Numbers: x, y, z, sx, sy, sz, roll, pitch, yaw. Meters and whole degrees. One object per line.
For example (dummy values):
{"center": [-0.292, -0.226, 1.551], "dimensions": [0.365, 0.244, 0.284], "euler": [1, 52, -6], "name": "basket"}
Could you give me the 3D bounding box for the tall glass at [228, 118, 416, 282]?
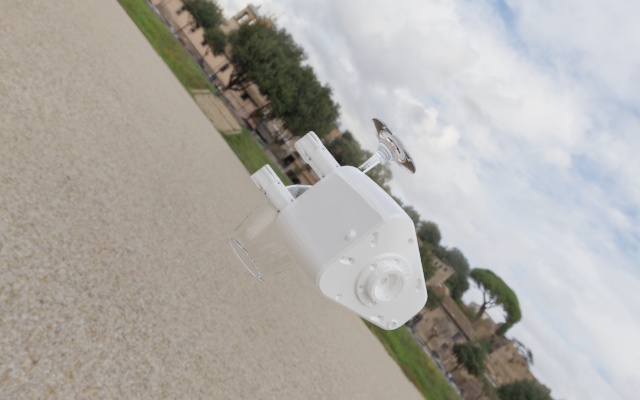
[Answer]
{"center": [0.001, 0.001, 0.508], "dimensions": [0.201, 0.079, 0.079], "euler": [-37, 2, -3], "name": "tall glass"}
